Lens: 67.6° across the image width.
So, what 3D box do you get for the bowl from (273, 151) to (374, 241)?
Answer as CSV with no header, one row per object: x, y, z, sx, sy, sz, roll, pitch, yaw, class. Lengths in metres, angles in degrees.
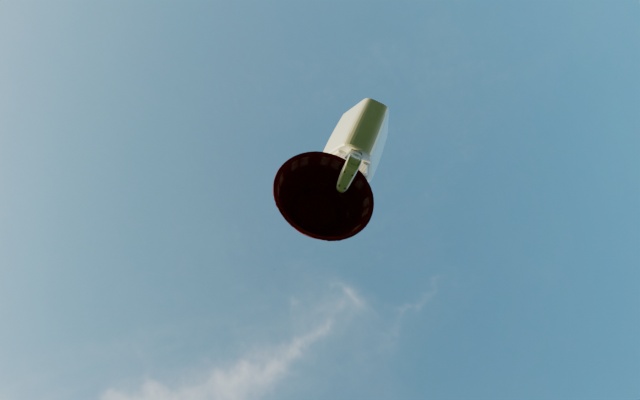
-0.001,0.004,0.756,0.162,0.162,0.055,0,-31,-18,bowl
